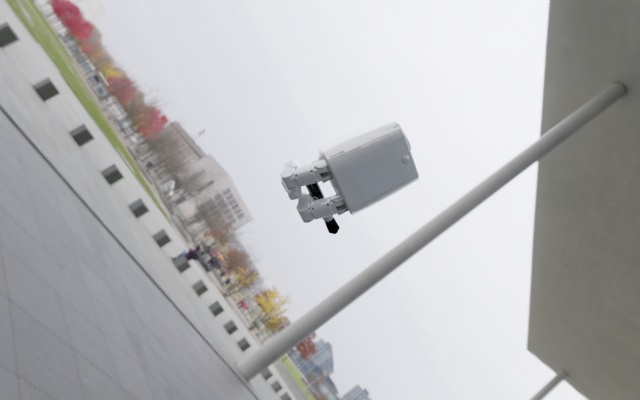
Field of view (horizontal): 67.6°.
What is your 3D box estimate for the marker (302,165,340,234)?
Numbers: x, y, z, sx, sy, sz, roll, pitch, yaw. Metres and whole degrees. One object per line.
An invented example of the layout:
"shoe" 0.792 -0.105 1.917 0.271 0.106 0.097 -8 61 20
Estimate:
"marker" 0.000 0.002 0.695 0.020 0.121 0.020 -19 31 12
